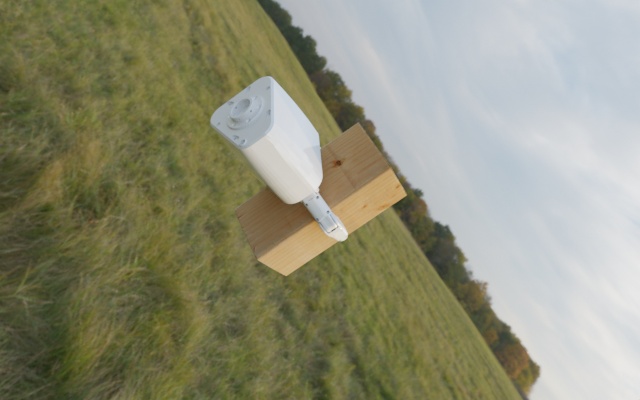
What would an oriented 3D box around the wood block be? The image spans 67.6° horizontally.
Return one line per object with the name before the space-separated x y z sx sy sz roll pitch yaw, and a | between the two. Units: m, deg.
wood block | 0.000 0.002 0.653 0.206 0.090 0.090 -34 -32 7
